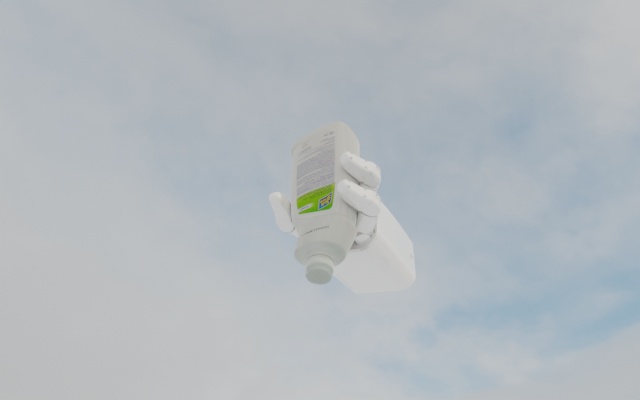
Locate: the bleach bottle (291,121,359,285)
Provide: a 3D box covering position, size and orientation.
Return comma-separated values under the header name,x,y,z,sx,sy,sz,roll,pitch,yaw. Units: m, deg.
name,x,y,z,sx,sy,sz,roll,pitch,yaw
bleach bottle,0.000,0.002,0.617,0.102,0.250,0.068,-25,-54,26
